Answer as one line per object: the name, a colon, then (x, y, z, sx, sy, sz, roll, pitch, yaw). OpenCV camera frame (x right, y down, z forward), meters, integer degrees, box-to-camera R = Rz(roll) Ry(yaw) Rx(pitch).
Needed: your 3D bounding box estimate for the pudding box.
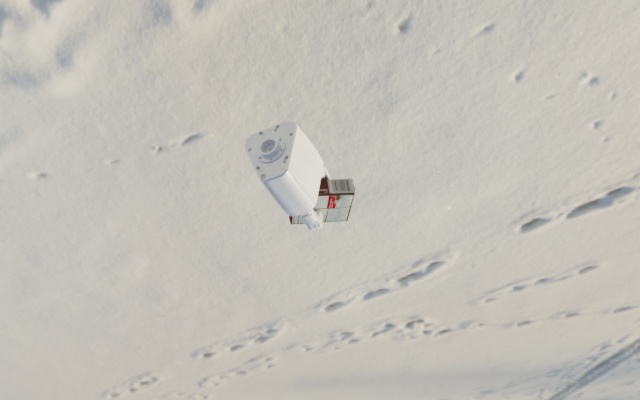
pudding box: (0.000, 0.003, 0.867, 0.113, 0.039, 0.090, -1, -35, -9)
